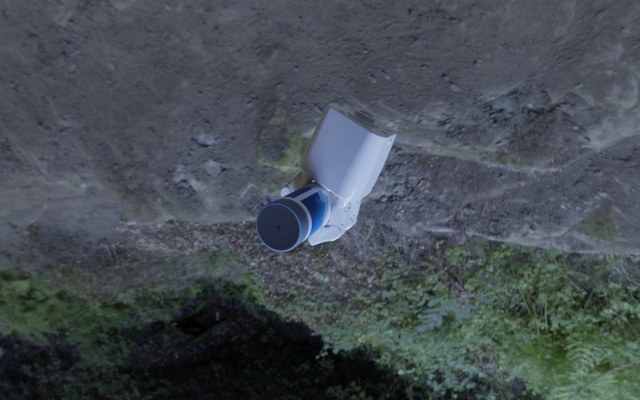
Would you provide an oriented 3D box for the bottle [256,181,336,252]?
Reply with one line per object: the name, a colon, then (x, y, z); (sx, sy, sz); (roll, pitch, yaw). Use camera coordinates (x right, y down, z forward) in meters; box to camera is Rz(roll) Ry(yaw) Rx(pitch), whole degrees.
bottle: (0.000, 0.003, 0.747); (0.069, 0.069, 0.295); (0, 13, 23)
